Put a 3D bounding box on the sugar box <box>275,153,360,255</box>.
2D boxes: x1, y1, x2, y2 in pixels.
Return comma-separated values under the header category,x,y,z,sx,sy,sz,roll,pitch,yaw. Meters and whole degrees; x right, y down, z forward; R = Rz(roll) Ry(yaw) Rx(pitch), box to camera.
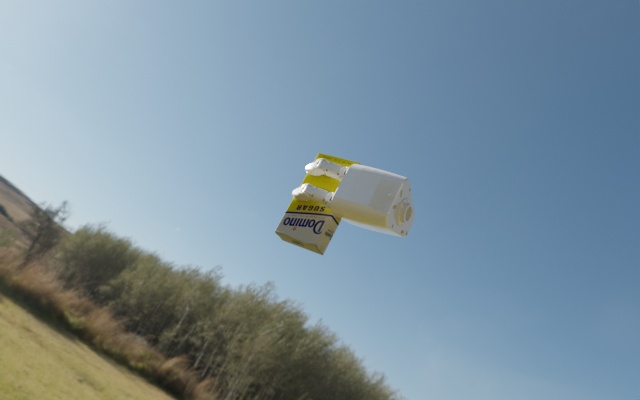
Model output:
category,x,y,z,sx,sy,sz,roll,pitch,yaw
sugar box,0.000,0.002,0.865,0.093,0.176,0.048,16,-24,31
